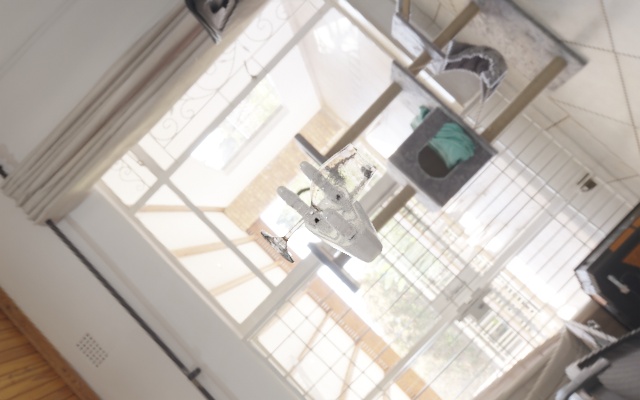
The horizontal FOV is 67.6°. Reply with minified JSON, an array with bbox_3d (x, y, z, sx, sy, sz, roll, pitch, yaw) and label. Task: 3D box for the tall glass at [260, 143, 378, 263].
[{"bbox_3d":[0.000,0.003,0.757,0.079,0.201,0.079,44,2,-1],"label":"tall glass"}]
